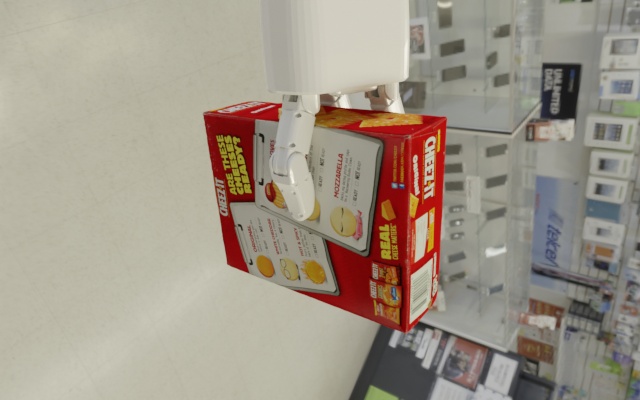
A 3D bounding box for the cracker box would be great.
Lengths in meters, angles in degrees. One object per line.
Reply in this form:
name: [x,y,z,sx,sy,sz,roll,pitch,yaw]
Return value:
cracker box: [0.000,0.001,0.429,0.213,0.164,0.072,13,27,36]
